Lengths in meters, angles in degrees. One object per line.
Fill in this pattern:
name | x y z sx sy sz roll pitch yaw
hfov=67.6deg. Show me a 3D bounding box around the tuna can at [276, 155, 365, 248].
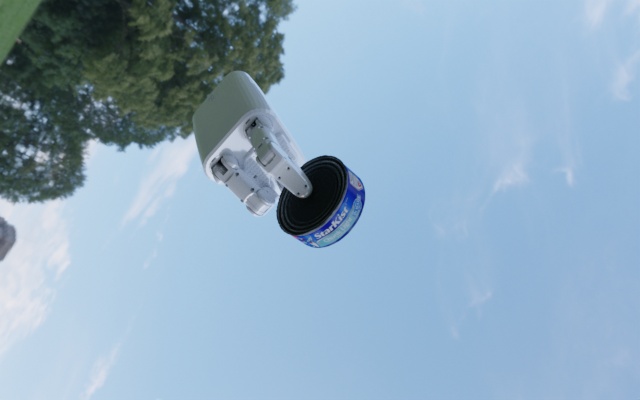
tuna can | 0.000 0.002 0.458 0.086 0.086 0.034 0 -28 45
